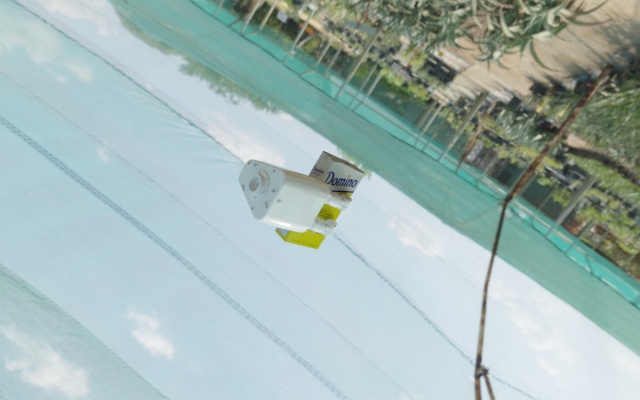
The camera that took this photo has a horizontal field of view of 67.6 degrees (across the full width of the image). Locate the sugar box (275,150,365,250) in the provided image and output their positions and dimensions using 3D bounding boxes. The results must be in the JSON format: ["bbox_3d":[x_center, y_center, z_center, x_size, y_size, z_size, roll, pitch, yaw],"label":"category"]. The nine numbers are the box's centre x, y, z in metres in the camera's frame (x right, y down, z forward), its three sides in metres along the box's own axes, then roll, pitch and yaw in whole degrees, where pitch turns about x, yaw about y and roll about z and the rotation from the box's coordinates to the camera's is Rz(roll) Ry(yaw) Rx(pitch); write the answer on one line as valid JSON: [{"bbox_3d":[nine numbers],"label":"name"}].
[{"bbox_3d":[0.000,0.003,0.884,0.093,0.176,0.048,18,20,-45],"label":"sugar box"}]
